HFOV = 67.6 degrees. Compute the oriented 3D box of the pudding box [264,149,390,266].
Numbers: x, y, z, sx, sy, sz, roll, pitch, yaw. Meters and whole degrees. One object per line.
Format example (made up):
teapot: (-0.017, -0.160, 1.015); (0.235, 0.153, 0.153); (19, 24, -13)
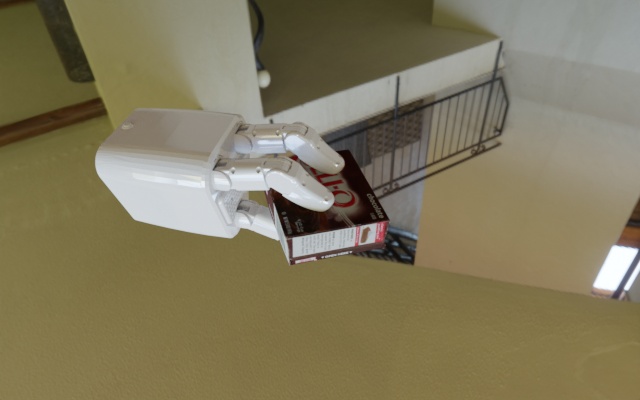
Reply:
pudding box: (0.000, 0.002, 0.433); (0.090, 0.039, 0.113); (-10, 43, -13)
